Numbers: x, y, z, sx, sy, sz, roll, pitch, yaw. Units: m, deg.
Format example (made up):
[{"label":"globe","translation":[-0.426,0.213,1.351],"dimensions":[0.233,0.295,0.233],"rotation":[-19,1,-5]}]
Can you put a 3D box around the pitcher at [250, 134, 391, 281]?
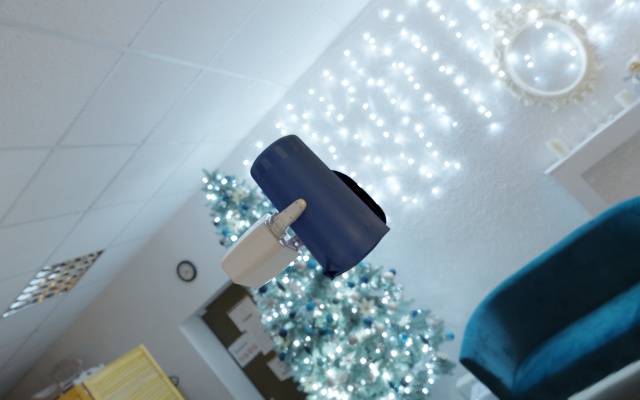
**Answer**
[{"label":"pitcher","translation":[0.000,0.003,0.822],"dimensions":[0.145,0.243,0.149],"rotation":[-41,-6,4]}]
